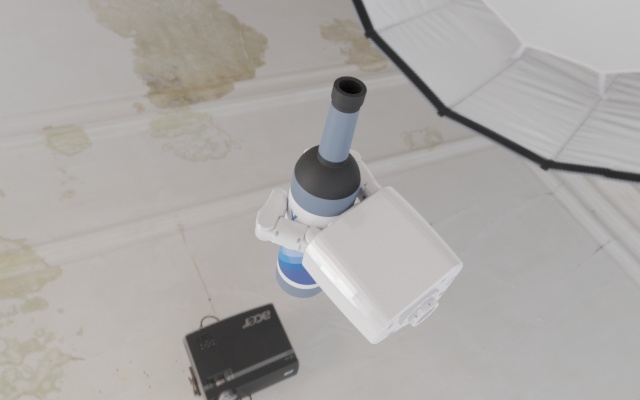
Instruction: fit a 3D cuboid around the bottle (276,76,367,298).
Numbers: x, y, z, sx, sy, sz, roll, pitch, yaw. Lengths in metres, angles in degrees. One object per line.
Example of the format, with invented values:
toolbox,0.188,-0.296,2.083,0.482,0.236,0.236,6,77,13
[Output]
bottle,0.000,0.002,0.491,0.069,0.069,0.296,0,-39,-12
